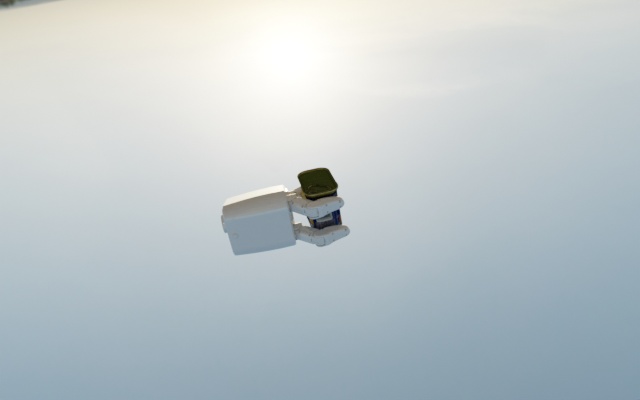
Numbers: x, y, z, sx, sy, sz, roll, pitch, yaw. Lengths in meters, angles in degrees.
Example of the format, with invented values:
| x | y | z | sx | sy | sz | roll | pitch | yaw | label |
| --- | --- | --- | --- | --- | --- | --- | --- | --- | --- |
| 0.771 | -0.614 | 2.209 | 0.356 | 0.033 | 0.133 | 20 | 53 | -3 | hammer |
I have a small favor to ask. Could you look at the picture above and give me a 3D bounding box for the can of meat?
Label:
| x | y | z | sx | sy | sz | roll | pitch | yaw | label |
| --- | --- | --- | --- | --- | --- | --- | --- | --- | --- |
| 0.000 | 0.003 | 0.812 | 0.057 | 0.084 | 0.102 | -13 | 27 | -7 | can of meat |
